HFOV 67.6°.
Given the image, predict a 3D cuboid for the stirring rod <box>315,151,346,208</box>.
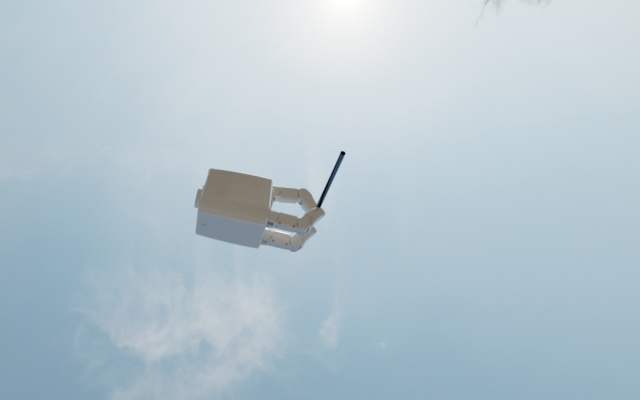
[{"bbox_3d":[0.000,0.002,0.761,0.011,0.011,0.240,0,-35,-19],"label":"stirring rod"}]
